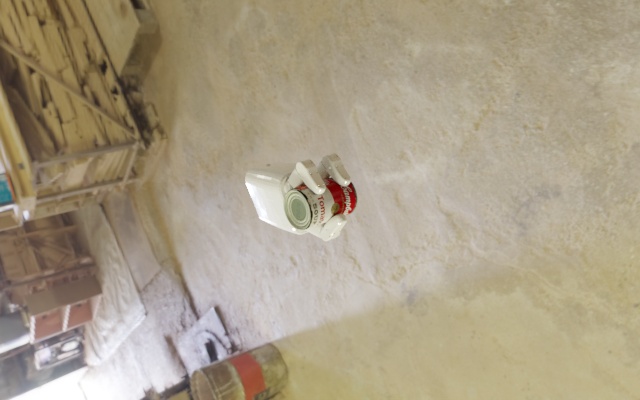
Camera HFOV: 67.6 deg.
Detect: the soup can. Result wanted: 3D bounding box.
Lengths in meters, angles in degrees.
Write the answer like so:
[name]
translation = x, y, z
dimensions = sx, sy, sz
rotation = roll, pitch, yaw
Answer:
[soup can]
translation = 0.000, 0.003, 0.763
dimensions = 0.102, 0.068, 0.068
rotation = -18, 12, -40
